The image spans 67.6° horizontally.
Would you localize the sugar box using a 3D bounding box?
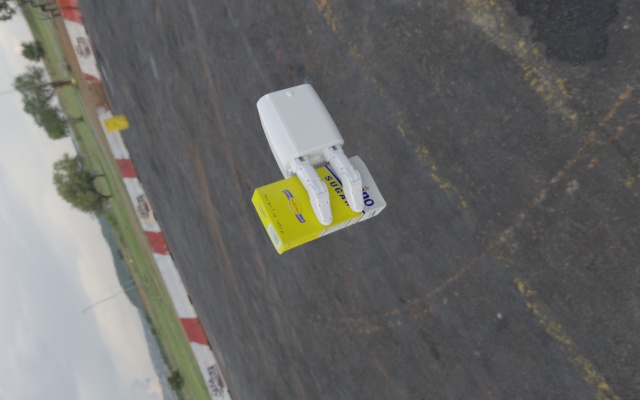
[{"bbox_3d":[0.000,0.002,0.698,0.176,0.093,0.048,-21,-16,-23],"label":"sugar box"}]
